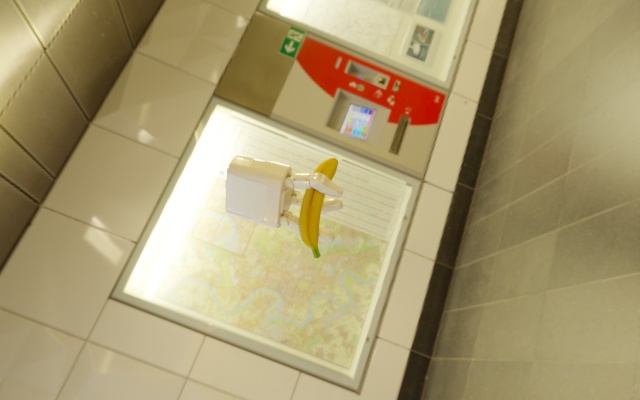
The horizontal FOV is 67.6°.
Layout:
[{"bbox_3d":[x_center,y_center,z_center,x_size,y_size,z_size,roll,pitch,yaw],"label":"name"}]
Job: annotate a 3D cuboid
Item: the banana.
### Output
[{"bbox_3d":[-0.006,-0.002,0.850,0.037,0.197,0.070,5,-23,20],"label":"banana"}]
